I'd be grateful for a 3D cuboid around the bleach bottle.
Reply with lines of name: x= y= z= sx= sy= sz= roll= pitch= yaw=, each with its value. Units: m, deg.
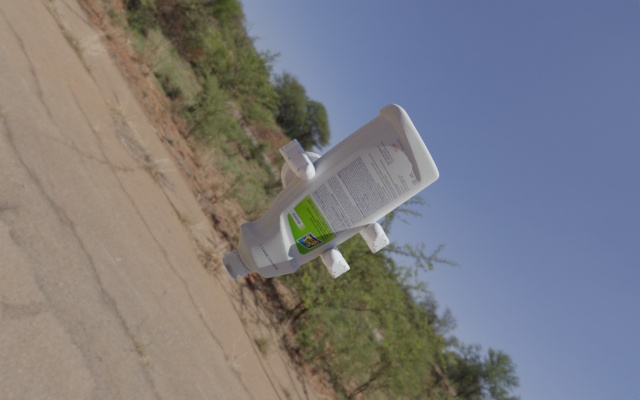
bleach bottle: x=0.000 y=0.002 z=0.530 sx=0.251 sy=0.102 sz=0.068 roll=-32 pitch=12 yaw=-1
